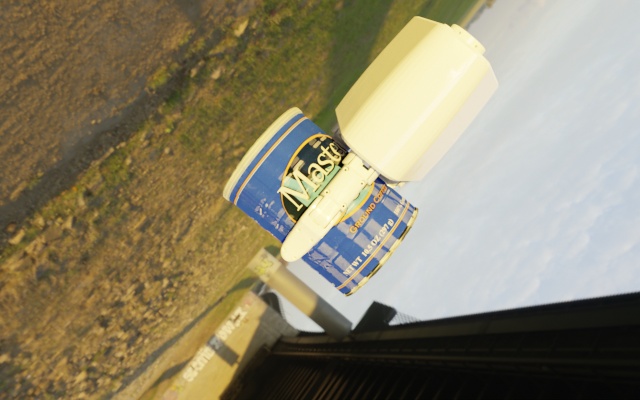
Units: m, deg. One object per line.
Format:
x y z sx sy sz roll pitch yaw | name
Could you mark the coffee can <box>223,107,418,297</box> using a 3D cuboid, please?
0.000 0.001 0.426 0.140 0.103 0.103 40 0 0 | coffee can
